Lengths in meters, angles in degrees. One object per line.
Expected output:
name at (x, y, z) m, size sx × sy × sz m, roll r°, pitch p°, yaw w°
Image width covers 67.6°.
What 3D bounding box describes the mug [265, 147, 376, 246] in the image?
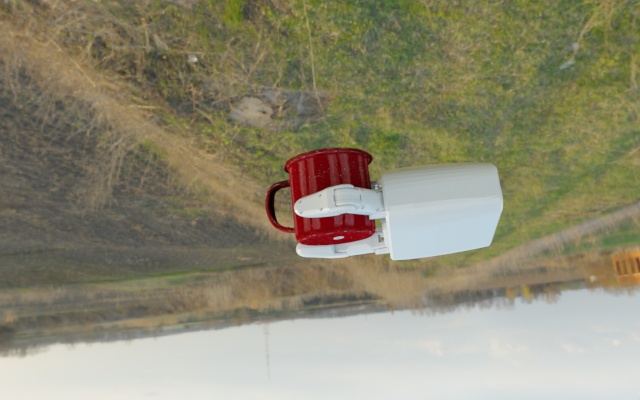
mug at (-0.001, 0.002, 0.489) m, size 0.117 × 0.081 × 0.093 m, roll -8°, pitch -14°, yaw 8°
